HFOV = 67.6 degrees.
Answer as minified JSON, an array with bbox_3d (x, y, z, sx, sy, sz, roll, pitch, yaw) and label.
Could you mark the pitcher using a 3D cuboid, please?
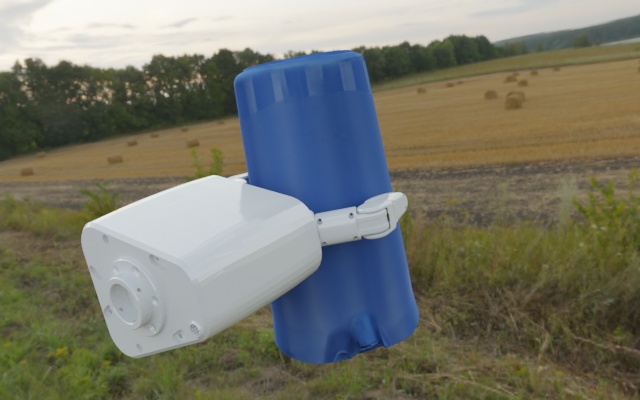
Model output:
[{"bbox_3d":[0.000,0.001,0.423,0.149,0.243,0.145,-1,16,35],"label":"pitcher"}]
